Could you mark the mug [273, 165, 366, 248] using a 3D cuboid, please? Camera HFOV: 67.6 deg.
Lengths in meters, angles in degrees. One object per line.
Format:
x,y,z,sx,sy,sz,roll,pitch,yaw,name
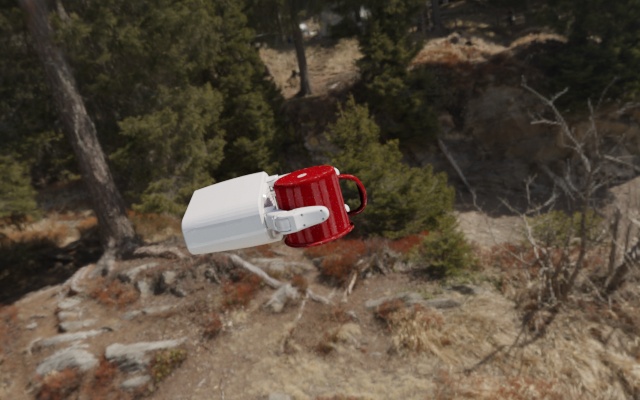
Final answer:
0.001,0.001,0.607,0.117,0.081,0.093,-14,14,4,mug
